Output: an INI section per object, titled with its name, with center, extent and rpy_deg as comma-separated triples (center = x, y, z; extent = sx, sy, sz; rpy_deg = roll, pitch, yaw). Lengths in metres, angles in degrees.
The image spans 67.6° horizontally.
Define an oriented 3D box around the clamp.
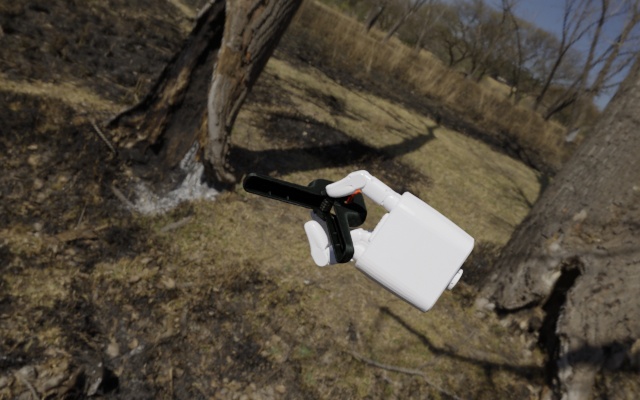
[clamp]
center = 0.001, 0.001, 0.644
extent = 0.164, 0.036, 0.210
rpy_deg = 35, 21, 10
